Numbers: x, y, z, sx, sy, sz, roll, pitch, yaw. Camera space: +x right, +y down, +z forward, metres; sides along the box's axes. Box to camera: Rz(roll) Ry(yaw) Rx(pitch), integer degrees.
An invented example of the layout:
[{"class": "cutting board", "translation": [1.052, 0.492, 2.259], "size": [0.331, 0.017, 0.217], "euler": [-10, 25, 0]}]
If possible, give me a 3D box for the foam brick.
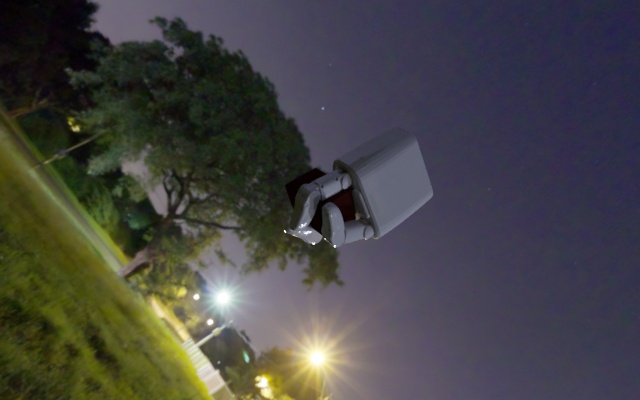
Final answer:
[{"class": "foam brick", "translation": [0.000, 0.002, 0.628], "size": [0.051, 0.053, 0.078], "euler": [-33, 42, -20]}]
